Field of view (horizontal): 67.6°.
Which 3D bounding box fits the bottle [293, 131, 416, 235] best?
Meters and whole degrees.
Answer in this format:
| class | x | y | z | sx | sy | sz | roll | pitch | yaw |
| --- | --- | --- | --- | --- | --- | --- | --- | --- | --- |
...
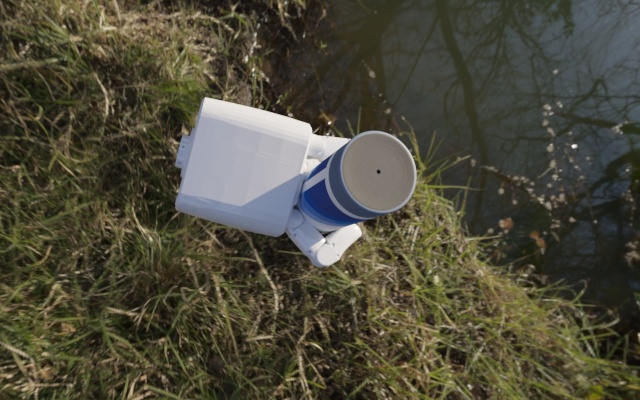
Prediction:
| class | x | y | z | sx | sy | sz | roll | pitch | yaw |
| --- | --- | --- | --- | --- | --- | --- | --- | --- | --- |
| bottle | 0.000 | 0.002 | 0.509 | 0.069 | 0.069 | 0.296 | 0 | -9 | -18 |
